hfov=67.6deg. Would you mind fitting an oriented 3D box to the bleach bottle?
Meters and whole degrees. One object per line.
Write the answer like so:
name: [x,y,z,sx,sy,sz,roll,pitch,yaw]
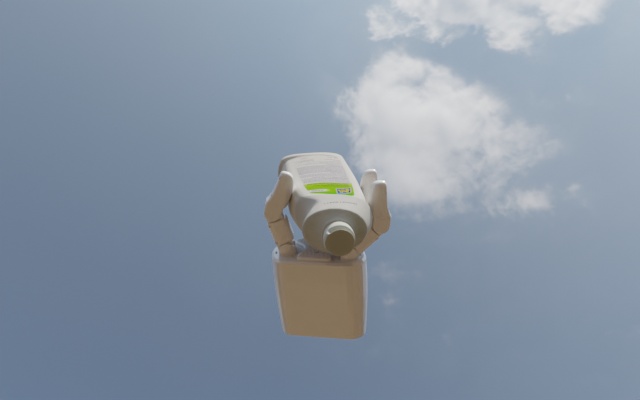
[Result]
bleach bottle: [0.000,0.002,0.573,0.102,0.068,0.250,-5,19,-3]
